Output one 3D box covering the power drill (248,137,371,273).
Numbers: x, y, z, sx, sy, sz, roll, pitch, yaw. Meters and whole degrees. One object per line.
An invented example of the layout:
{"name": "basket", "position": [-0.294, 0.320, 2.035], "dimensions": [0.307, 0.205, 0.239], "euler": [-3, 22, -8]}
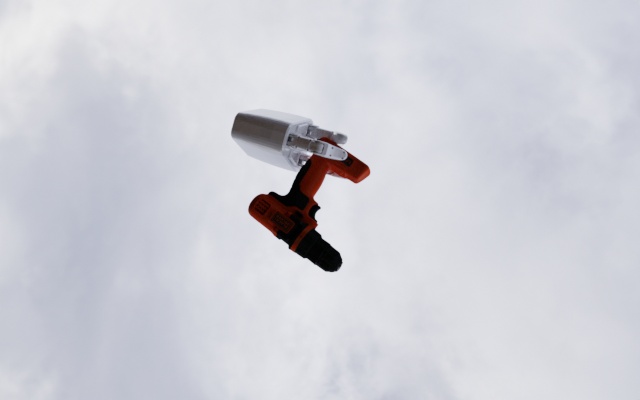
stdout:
{"name": "power drill", "position": [0.000, 0.002, 0.796], "dimensions": [0.184, 0.187, 0.057], "euler": [37, -11, 8]}
